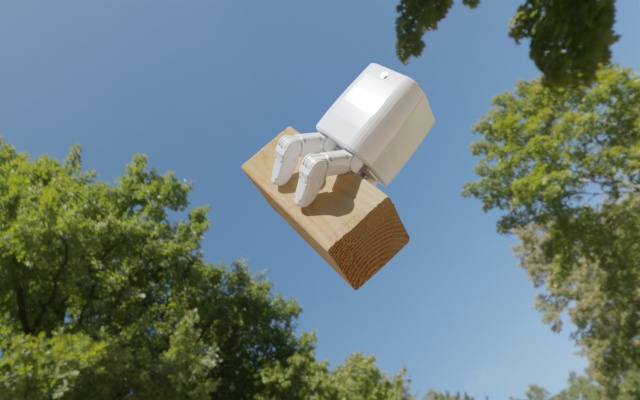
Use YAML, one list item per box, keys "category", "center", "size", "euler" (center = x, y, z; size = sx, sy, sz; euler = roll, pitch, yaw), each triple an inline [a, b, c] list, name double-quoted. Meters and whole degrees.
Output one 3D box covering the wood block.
- category: "wood block"
  center: [0.000, 0.002, 0.591]
  size: [0.206, 0.090, 0.091]
  euler: [41, -11, 45]
